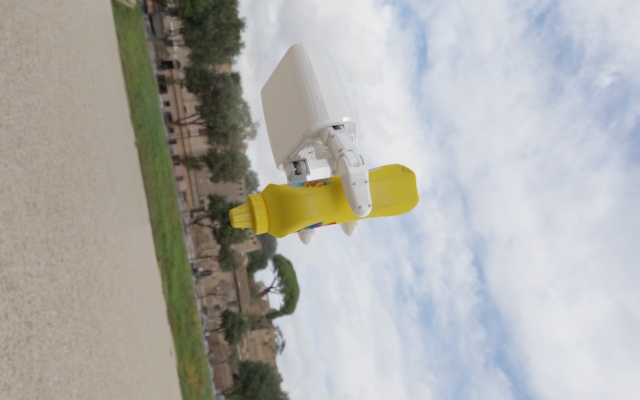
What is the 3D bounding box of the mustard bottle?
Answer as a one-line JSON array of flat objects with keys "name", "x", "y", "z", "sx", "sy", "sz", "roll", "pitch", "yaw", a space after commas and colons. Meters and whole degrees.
[{"name": "mustard bottle", "x": 0.000, "y": 0.002, "z": 0.507, "sx": 0.191, "sy": 0.058, "sz": 0.096, "roll": -10, "pitch": 4, "yaw": -18}]
